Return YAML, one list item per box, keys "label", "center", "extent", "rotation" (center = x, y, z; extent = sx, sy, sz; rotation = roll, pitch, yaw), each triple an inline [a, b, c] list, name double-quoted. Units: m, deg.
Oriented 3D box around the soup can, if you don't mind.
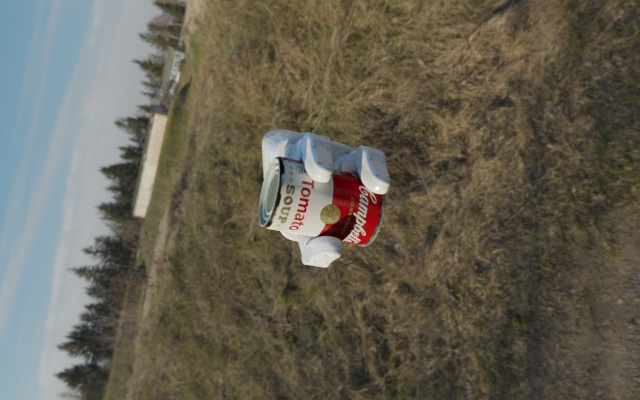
- label: "soup can"
  center: [0.000, 0.002, 0.447]
  extent: [0.102, 0.068, 0.068]
  rotation: [12, -4, -19]
